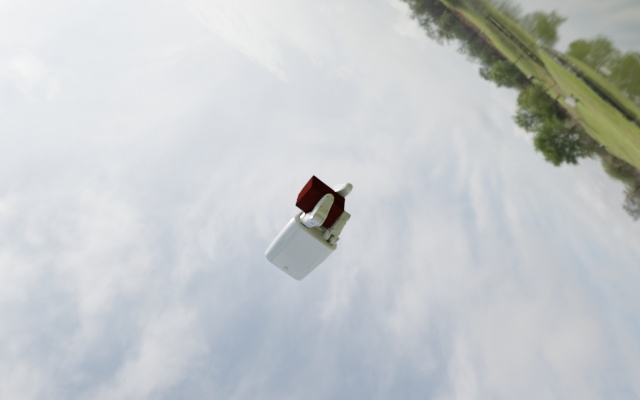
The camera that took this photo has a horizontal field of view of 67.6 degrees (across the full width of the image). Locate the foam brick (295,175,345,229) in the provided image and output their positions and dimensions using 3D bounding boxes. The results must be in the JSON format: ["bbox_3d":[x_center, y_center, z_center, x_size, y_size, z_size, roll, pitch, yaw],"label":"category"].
[{"bbox_3d":[0.000,0.003,0.874,0.078,0.051,0.053,37,25,-13],"label":"foam brick"}]
